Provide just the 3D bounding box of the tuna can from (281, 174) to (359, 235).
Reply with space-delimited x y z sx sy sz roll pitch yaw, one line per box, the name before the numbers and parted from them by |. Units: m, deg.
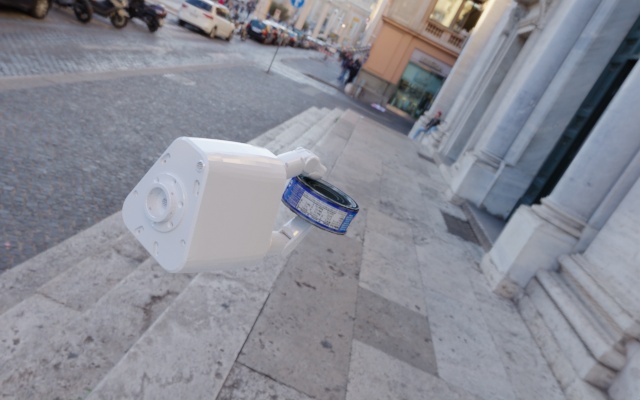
tuna can | 0.000 0.001 0.536 0.086 0.034 0.086 28 12 -7
